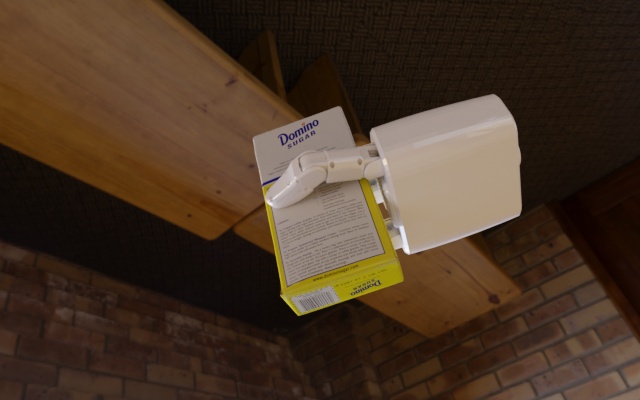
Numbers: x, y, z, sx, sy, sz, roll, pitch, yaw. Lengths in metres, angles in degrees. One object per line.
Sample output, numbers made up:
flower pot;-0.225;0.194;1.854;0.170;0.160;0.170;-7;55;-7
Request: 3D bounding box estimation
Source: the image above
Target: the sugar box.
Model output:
sugar box;0.000;0.002;0.418;0.093;0.176;0.048;-19;-40;5
